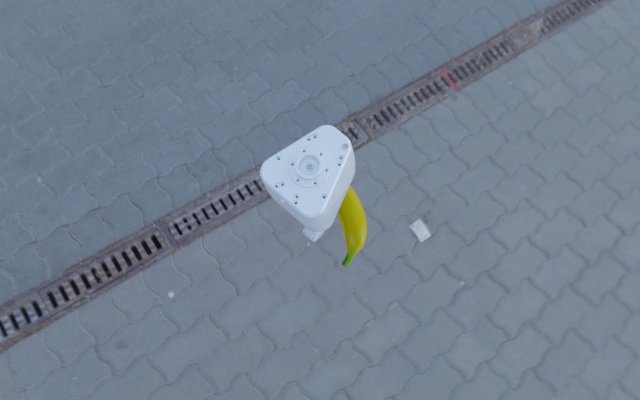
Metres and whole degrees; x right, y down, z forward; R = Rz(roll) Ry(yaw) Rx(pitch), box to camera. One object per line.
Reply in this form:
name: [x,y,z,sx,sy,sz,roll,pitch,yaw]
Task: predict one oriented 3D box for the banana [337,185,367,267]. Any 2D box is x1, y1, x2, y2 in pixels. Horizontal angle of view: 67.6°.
banana: [0.018,-0.003,0.704,0.069,0.198,0.037,-28,-7,14]
